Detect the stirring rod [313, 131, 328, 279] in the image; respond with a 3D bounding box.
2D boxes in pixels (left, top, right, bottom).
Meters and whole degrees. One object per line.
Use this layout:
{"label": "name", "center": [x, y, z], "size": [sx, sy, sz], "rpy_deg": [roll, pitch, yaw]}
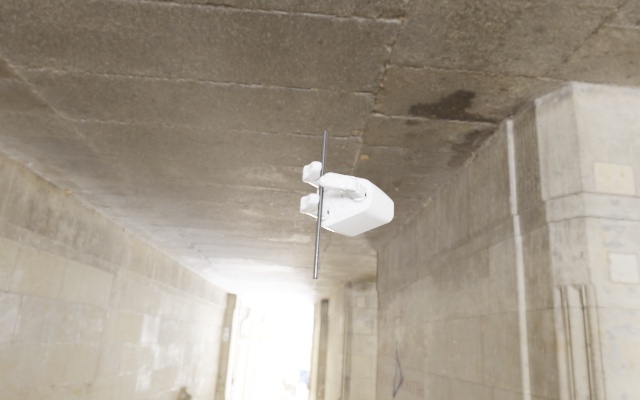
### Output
{"label": "stirring rod", "center": [0.000, 0.002, 0.750], "size": [0.011, 0.239, 0.011], "rpy_deg": [4, -16, 1]}
